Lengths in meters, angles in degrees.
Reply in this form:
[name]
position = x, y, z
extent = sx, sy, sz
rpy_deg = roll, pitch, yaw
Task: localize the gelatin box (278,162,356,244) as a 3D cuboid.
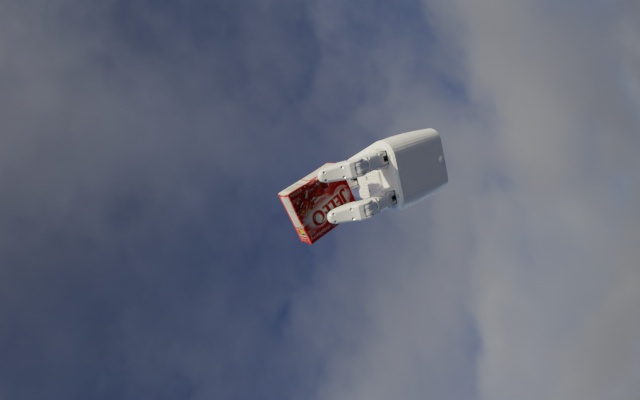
[gelatin box]
position = 0.000, 0.002, 0.620
extent = 0.089, 0.073, 0.030
rpy_deg = -34, 19, -26
